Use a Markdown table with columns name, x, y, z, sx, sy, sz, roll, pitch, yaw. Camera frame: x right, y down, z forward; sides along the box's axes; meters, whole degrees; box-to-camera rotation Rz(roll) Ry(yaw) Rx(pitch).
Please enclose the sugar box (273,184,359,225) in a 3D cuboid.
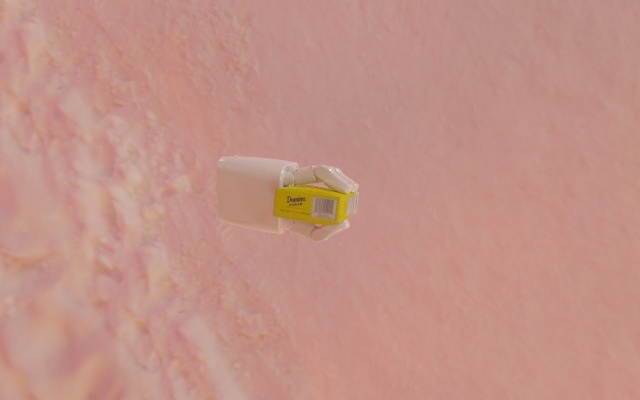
| name | x | y | z | sx | sy | sz | roll | pitch | yaw |
| --- | --- | --- | --- | --- | --- | --- | --- | --- | --- |
| sugar box | 0.000 | 0.002 | 0.724 | 0.093 | 0.048 | 0.176 | 8 | 8 | 11 |
